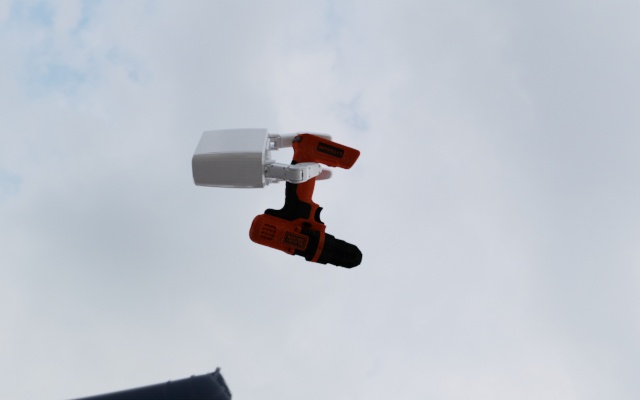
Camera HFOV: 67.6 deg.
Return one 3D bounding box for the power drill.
[{"bbox_3d":[0.000,0.002,0.741,0.184,0.187,0.057,18,-4,-16],"label":"power drill"}]
